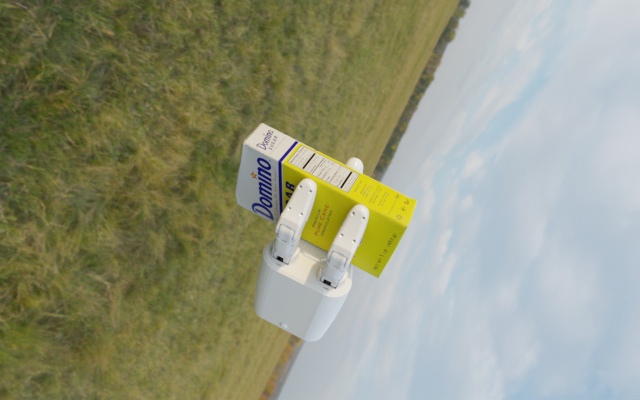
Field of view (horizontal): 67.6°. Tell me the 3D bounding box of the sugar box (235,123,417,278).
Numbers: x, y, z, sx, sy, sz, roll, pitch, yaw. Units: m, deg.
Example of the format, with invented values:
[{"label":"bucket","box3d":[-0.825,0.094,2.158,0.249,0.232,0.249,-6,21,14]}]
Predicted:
[{"label":"sugar box","box3d":[0.000,0.002,0.486,0.176,0.093,0.048,25,47,7]}]
